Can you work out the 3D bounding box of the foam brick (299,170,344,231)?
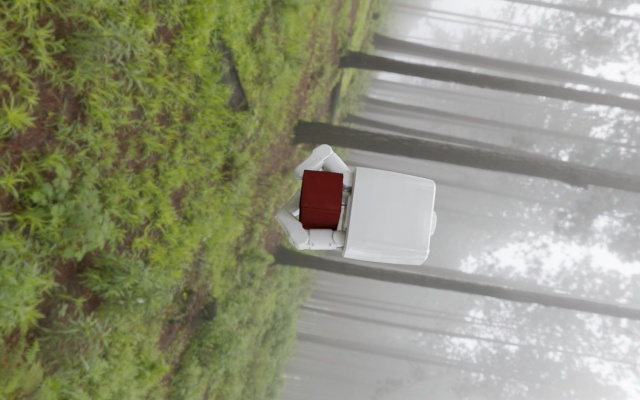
[{"bbox_3d":[0.000,0.002,0.608,0.051,0.053,0.078,6,-23,-1],"label":"foam brick"}]
